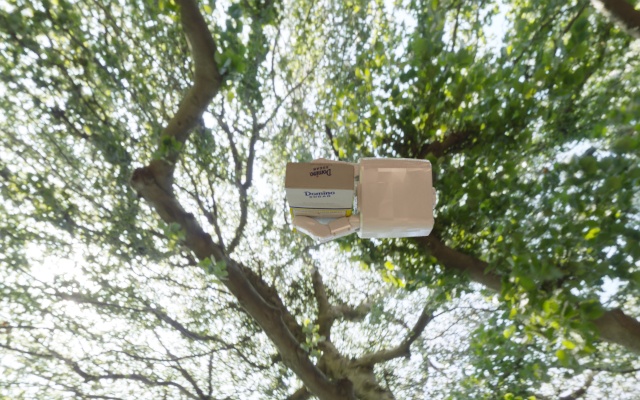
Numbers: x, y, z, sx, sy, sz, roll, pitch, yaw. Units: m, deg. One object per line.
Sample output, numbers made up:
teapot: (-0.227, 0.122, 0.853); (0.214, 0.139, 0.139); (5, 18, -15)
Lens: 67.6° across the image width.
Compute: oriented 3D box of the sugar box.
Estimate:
sugar box: (0.000, 0.002, 0.703); (0.093, 0.048, 0.176); (2, -26, 1)
